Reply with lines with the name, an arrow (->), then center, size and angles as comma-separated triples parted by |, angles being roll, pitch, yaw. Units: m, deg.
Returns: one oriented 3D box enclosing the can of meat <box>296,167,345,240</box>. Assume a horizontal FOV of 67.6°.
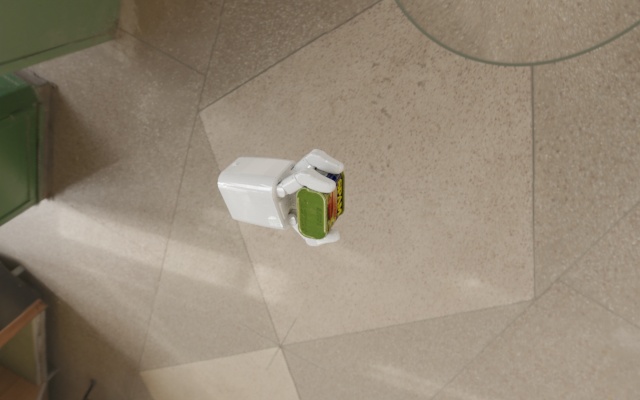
can of meat -> 0.000, 0.003, 0.789 | 0.057, 0.102, 0.084 | 11, 34, 18
